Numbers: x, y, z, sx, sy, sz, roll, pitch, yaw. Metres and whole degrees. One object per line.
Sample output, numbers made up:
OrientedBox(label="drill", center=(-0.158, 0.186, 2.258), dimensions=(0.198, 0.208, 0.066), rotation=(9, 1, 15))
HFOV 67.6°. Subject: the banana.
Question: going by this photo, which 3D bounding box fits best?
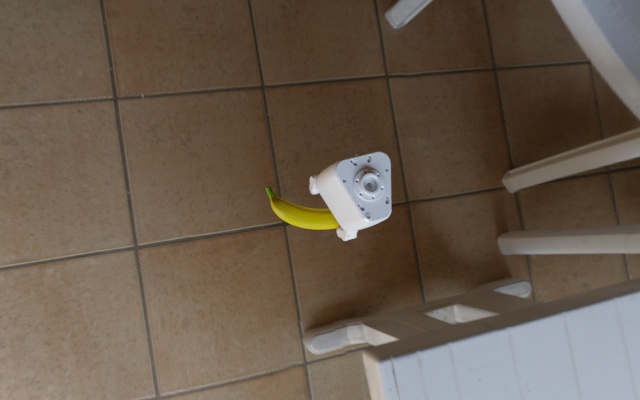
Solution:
OrientedBox(label="banana", center=(-0.005, 0.020, 0.877), dimensions=(0.198, 0.069, 0.037), rotation=(10, -15, -11))
